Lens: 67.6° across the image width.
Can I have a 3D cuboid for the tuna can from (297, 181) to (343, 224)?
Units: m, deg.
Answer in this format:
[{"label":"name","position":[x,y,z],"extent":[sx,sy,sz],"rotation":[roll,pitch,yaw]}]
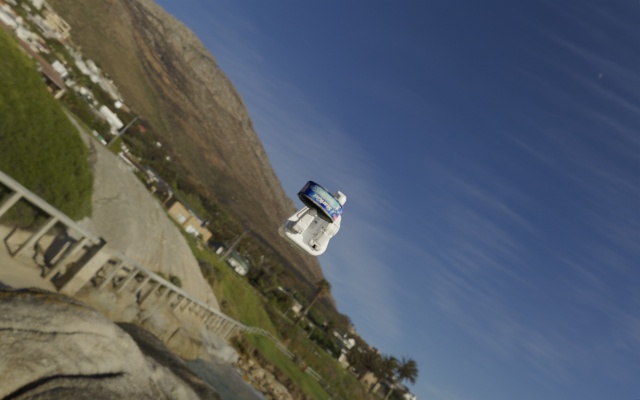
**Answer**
[{"label":"tuna can","position":[0.001,0.002,0.878],"extent":[0.086,0.033,0.086],"rotation":[38,-11,9]}]
